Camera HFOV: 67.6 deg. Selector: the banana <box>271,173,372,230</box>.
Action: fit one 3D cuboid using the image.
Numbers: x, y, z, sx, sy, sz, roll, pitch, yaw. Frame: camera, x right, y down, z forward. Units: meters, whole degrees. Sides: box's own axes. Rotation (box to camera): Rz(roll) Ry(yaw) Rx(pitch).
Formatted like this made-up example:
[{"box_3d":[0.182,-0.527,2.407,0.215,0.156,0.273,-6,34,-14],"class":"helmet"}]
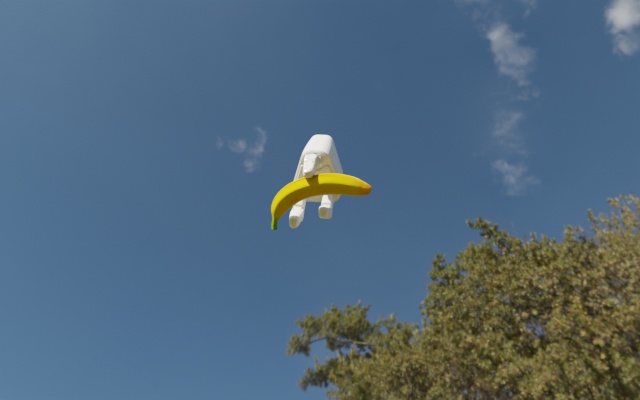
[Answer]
[{"box_3d":[-0.011,-0.012,0.847,0.198,0.070,0.037,-21,18,16],"class":"banana"}]
